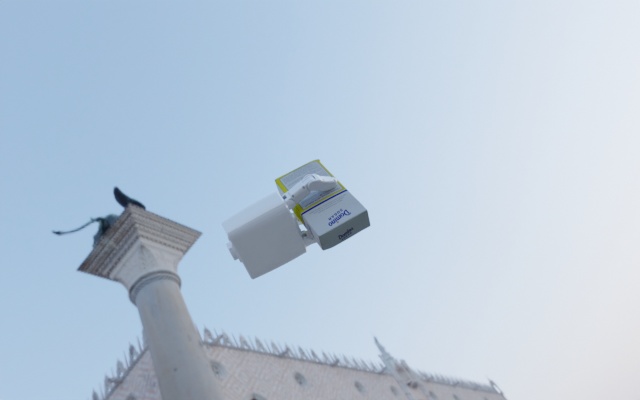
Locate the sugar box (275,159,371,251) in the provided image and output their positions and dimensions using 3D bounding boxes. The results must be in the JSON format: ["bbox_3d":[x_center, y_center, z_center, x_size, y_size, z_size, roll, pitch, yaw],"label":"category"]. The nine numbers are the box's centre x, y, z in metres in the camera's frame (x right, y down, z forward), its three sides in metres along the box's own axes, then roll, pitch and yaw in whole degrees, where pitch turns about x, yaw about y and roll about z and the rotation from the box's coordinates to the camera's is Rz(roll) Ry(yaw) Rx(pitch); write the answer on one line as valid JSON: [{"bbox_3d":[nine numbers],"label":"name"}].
[{"bbox_3d":[0.000,0.003,0.819,0.093,0.048,0.176,-28,46,-12],"label":"sugar box"}]
